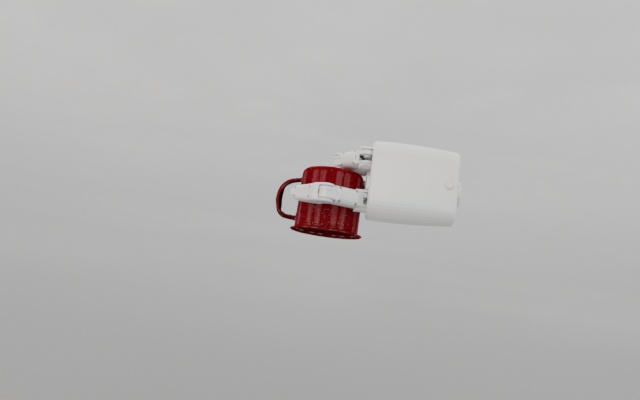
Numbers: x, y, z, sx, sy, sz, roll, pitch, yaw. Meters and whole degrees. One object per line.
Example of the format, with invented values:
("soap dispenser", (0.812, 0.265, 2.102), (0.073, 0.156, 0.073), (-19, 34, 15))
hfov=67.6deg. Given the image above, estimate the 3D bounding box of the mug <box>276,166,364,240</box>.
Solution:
("mug", (-0.001, 0.002, 0.624), (0.117, 0.081, 0.093), (7, -10, 4))
